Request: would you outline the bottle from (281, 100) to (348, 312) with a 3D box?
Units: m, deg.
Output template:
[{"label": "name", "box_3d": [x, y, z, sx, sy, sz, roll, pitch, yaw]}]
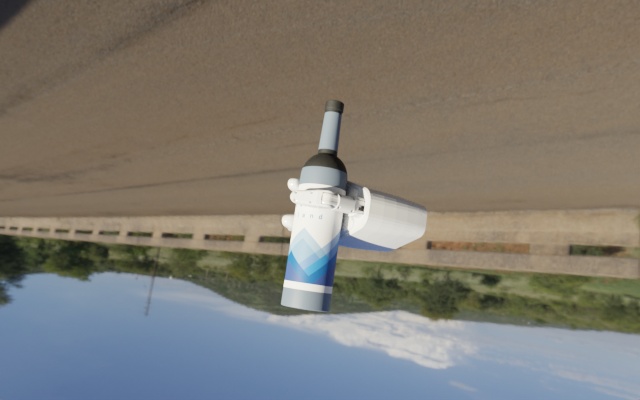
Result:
[{"label": "bottle", "box_3d": [0.000, 0.002, 0.671, 0.069, 0.295, 0.069, 8, -9, 1]}]
